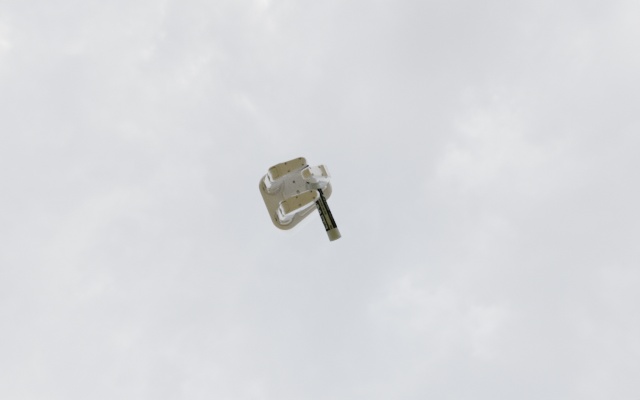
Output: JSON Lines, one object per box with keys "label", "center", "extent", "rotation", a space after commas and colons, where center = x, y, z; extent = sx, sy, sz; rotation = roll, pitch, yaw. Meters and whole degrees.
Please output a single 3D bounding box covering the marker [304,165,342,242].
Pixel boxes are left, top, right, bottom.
{"label": "marker", "center": [0.000, 0.002, 0.709], "extent": [0.020, 0.121, 0.020], "rotation": [-22, -11, -4]}
